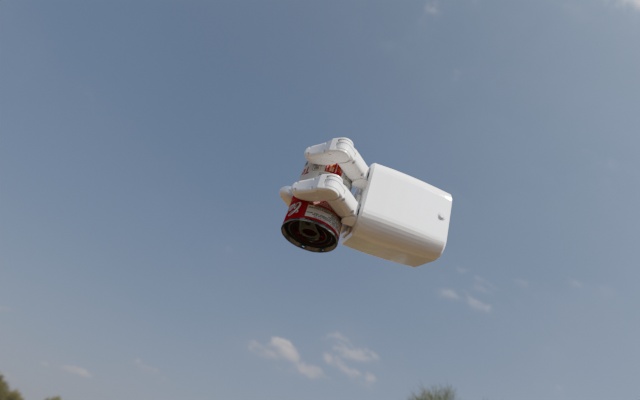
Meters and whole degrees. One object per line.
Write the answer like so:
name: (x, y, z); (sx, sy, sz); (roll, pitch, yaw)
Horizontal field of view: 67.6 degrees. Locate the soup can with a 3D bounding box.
soup can: (0.000, 0.002, 0.575); (0.068, 0.102, 0.069); (13, -33, 9)
